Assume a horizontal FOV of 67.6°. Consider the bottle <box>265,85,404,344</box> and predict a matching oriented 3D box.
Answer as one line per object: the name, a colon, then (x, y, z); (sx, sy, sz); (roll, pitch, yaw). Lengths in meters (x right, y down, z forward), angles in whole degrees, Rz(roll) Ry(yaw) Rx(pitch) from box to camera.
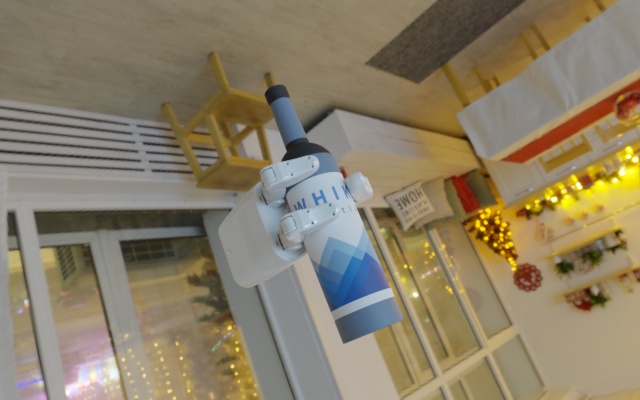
bottle: (0.000, 0.002, 0.522); (0.069, 0.295, 0.069); (-20, -16, -6)
